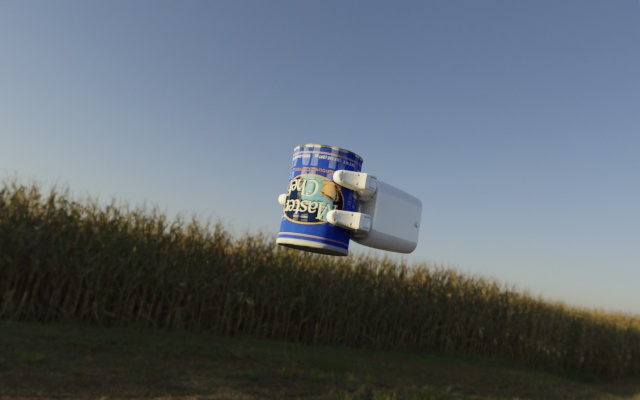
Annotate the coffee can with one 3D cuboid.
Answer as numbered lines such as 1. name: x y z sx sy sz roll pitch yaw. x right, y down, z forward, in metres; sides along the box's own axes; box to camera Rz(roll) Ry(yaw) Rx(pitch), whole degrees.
1. coffee can: 0.000 0.002 0.685 0.103 0.140 0.103 10 -10 2
